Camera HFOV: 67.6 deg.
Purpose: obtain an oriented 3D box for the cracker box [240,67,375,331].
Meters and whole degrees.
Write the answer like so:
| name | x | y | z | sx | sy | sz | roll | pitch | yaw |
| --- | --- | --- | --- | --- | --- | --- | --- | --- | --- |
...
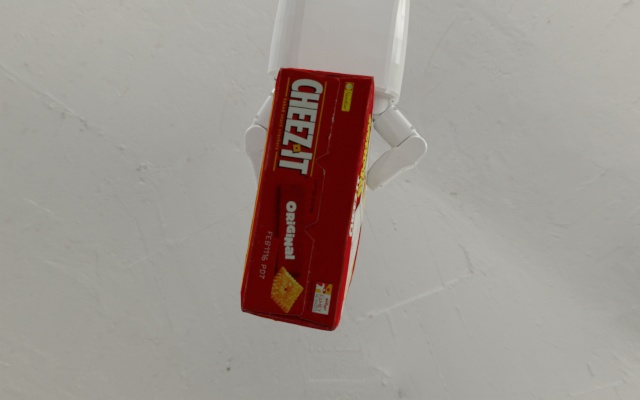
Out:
| name | x | y | z | sx | sy | sz | roll | pitch | yaw |
| --- | --- | --- | --- | --- | --- | --- | --- | --- | --- |
| cracker box | 0.000 | 0.001 | 0.405 | 0.072 | 0.164 | 0.214 | 8 | -2 | 6 |
